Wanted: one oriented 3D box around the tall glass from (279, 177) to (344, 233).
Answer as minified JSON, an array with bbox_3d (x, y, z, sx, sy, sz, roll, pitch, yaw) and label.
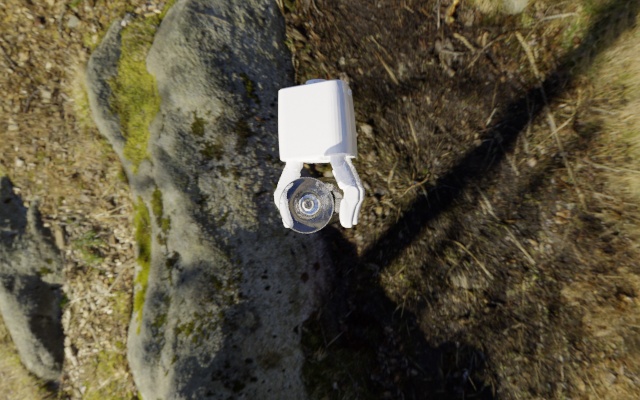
[{"bbox_3d":[0.000,0.003,0.727,0.079,0.079,0.201,0,2,11],"label":"tall glass"}]
